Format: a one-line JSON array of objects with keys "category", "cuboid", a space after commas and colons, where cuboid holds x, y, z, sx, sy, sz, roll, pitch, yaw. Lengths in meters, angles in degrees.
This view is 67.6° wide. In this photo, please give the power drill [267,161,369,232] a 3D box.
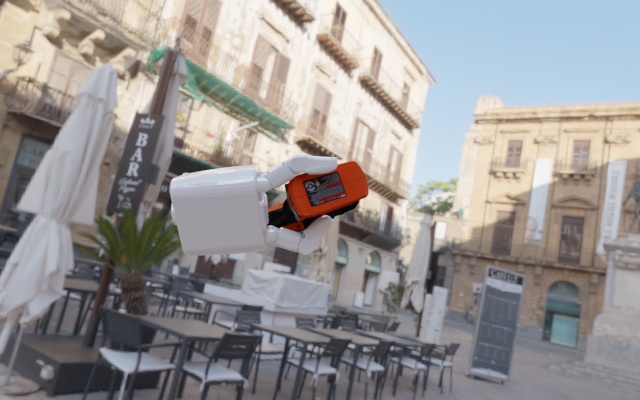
[{"category": "power drill", "cuboid": [0.000, 0.002, 0.692, 0.184, 0.057, 0.188, -19, -9, -21]}]
